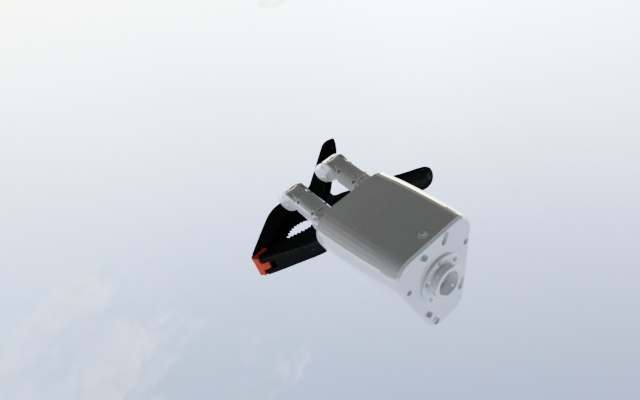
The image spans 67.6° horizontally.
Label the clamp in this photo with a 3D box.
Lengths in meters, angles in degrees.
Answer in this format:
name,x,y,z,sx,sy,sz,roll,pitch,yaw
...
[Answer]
name,x,y,z,sx,sy,sz,roll,pitch,yaw
clamp,0.000,0.003,0.544,0.210,0.036,0.164,-37,40,-19
